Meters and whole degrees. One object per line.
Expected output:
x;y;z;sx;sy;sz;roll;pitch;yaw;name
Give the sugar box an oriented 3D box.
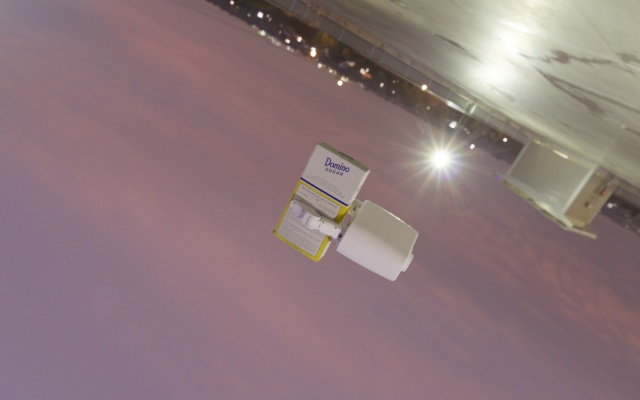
0.000;0.003;0.787;0.093;0.176;0.048;32;17;10;sugar box
